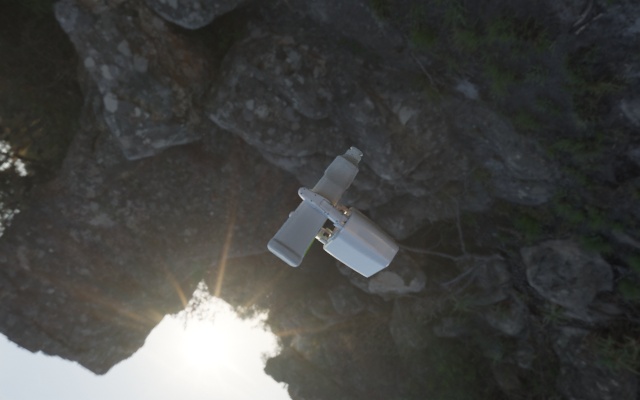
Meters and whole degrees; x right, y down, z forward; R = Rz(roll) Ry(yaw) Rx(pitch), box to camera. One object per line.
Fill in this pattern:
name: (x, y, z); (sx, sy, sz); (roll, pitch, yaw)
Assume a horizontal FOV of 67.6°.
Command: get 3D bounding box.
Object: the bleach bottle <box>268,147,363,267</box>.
bleach bottle: (0.000, 0.003, 0.889); (0.068, 0.251, 0.102); (36, -12, -1)
